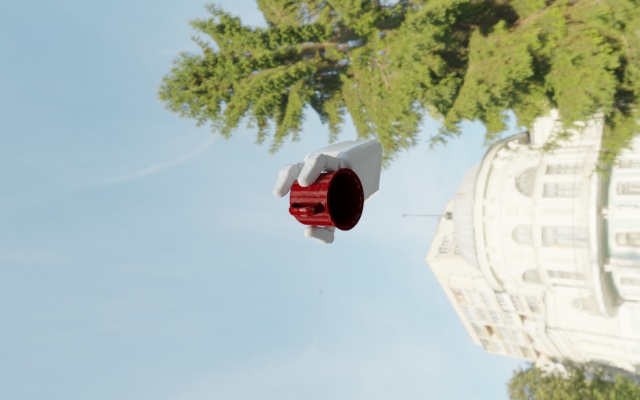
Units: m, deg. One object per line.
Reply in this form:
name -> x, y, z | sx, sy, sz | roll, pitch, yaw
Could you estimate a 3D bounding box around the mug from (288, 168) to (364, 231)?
mug -> -0.001, 0.003, 0.715 | 0.081, 0.093, 0.117 | 0, 19, 40
